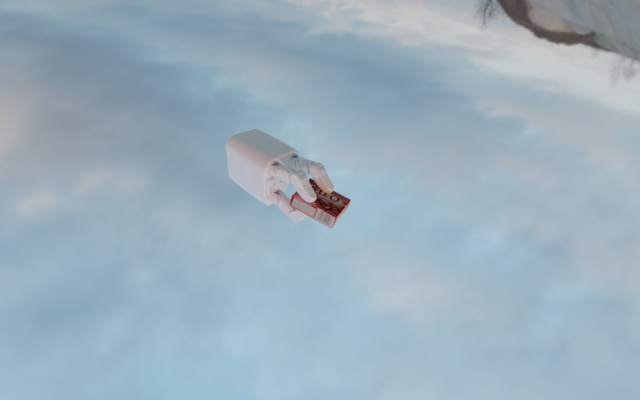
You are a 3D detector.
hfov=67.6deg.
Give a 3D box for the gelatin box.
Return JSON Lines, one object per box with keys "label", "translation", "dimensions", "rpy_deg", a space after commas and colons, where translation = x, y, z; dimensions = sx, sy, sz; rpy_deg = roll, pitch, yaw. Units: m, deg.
{"label": "gelatin box", "translation": [0.000, 0.003, 0.858], "dimensions": [0.089, 0.030, 0.073], "rpy_deg": [29, 35, 10]}
